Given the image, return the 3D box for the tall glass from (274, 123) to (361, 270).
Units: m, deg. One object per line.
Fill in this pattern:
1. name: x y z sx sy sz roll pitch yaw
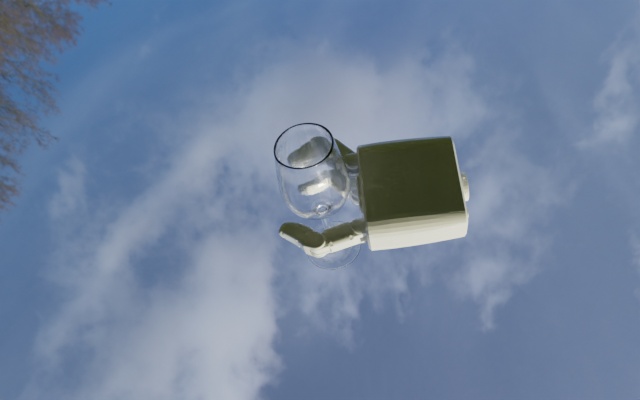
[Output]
1. tall glass: 0.000 0.002 0.553 0.079 0.079 0.201 0 -35 12
